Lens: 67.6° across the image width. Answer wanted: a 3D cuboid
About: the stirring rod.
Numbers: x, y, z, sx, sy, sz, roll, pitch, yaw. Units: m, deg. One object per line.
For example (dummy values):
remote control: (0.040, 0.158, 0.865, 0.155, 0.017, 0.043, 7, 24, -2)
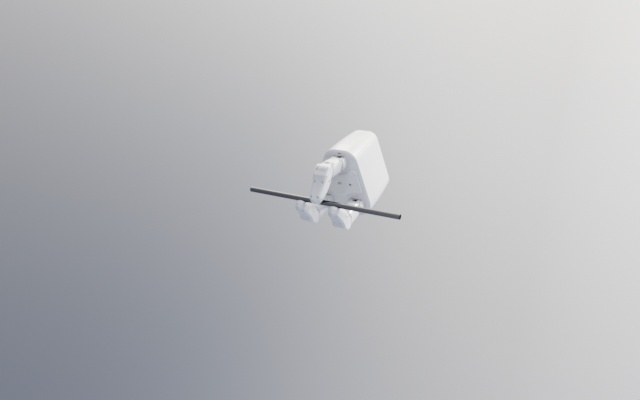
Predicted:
stirring rod: (0.000, 0.002, 0.693, 0.239, 0.011, 0.011, 11, 4, 25)
